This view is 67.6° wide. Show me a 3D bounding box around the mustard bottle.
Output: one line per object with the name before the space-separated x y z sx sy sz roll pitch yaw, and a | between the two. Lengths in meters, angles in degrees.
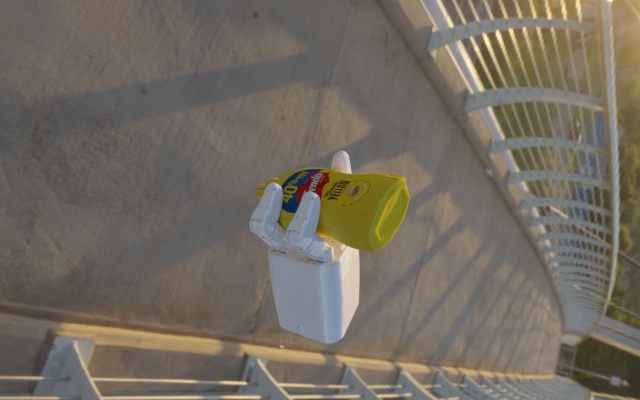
mustard bottle | 0.000 0.002 0.563 0.191 0.058 0.096 9 48 35
